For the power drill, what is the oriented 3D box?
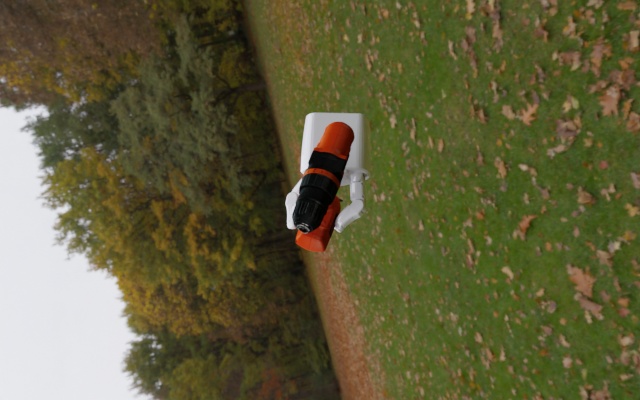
[{"bbox_3d":[0.000,0.002,0.713,0.057,0.184,0.188,19,-32,5],"label":"power drill"}]
